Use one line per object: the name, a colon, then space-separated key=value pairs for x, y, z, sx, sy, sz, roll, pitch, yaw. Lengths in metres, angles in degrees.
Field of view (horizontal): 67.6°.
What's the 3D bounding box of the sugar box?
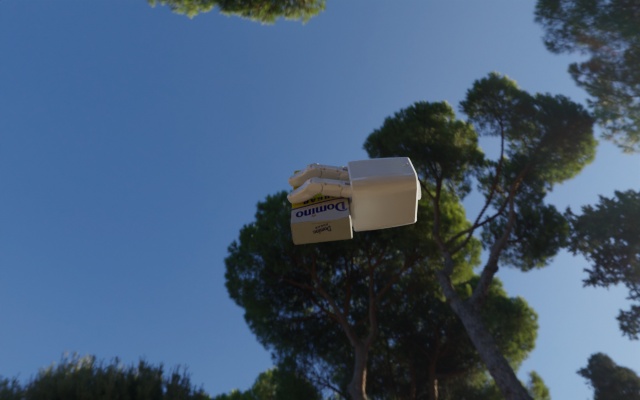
sugar box: x=0.000 y=0.002 z=0.796 sx=0.093 sy=0.048 sz=0.176 roll=-6 pitch=28 yaw=2
